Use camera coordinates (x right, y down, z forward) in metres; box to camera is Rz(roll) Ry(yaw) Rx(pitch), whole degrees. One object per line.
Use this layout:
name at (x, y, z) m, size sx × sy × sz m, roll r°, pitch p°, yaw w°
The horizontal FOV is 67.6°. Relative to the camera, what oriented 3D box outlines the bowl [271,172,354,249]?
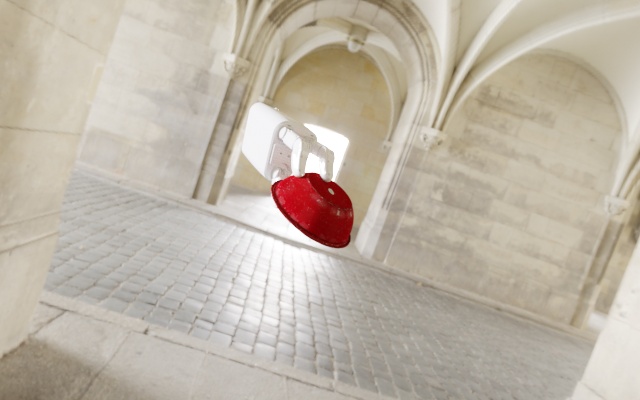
bowl at (0.001, 0.003, 0.784) m, size 0.162 × 0.055 × 0.162 m, roll 32°, pitch 24°, yaw -16°
